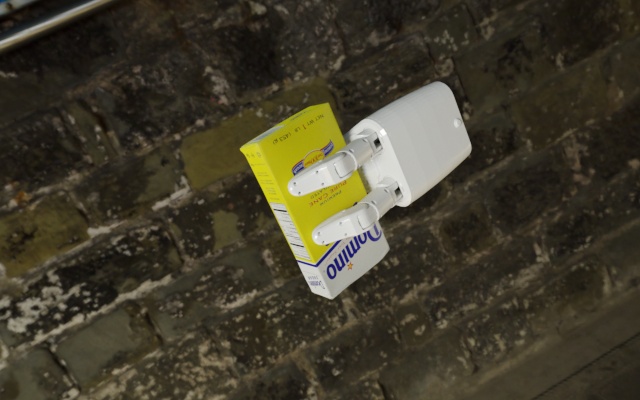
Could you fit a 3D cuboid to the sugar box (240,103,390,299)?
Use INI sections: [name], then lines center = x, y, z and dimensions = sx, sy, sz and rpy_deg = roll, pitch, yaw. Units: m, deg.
[sugar box]
center = 0.000, 0.001, 0.486
dimensions = 0.093, 0.176, 0.048
rpy_deg = -35, 18, -27
